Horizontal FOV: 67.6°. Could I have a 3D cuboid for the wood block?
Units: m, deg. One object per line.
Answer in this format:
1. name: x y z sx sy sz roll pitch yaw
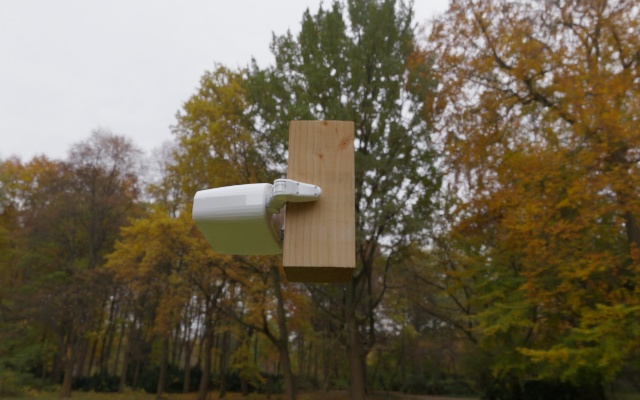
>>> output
1. wood block: 0.000 0.002 0.656 0.090 0.206 0.091 1 -21 0
